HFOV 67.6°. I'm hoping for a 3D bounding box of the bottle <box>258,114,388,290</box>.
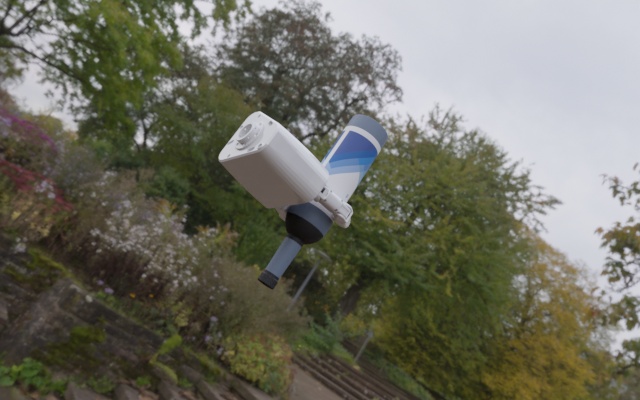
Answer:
[{"bbox_3d":[0.000,0.002,0.719,0.069,0.295,0.069,31,-17,10],"label":"bottle"}]
